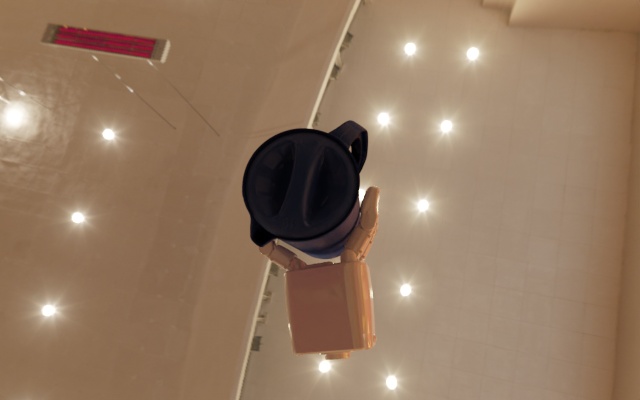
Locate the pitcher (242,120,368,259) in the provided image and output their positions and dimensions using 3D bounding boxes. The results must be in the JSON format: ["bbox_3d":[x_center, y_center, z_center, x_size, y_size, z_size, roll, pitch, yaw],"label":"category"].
[{"bbox_3d":[0.000,0.002,0.639,0.149,0.145,0.243,-8,-15,6],"label":"pitcher"}]
